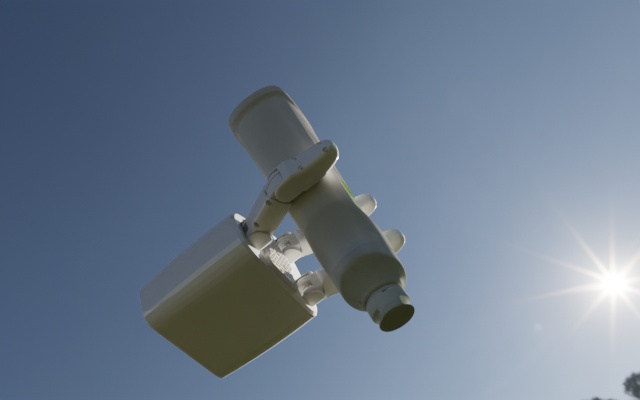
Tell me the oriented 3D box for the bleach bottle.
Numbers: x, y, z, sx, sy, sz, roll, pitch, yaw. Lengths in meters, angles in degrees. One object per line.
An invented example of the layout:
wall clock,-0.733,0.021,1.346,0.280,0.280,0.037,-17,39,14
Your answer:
bleach bottle,0.000,0.001,0.410,0.068,0.250,0.103,-37,-44,4
